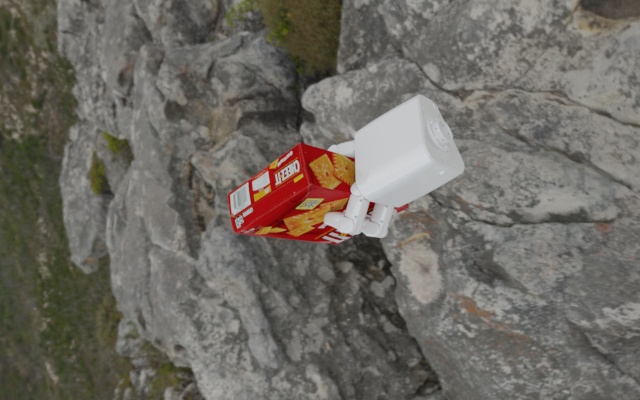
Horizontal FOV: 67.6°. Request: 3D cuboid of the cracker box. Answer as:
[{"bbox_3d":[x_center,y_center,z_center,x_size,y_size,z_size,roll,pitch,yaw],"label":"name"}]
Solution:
[{"bbox_3d":[0.000,0.002,0.699,0.214,0.072,0.164,11,-32,-44],"label":"cracker box"}]
